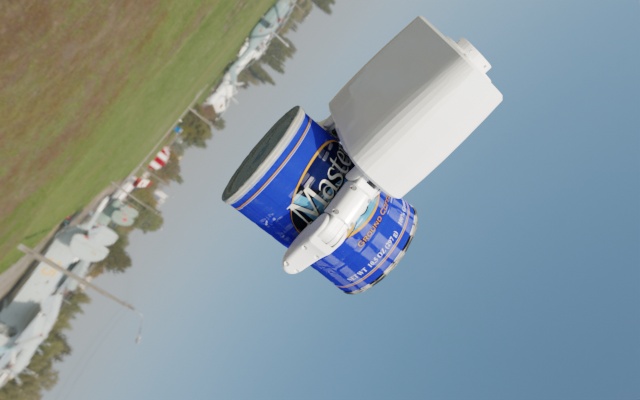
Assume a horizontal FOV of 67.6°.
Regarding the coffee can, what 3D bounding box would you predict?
[{"bbox_3d":[0.000,0.001,0.422,0.140,0.103,0.103,39,-13,-17],"label":"coffee can"}]
